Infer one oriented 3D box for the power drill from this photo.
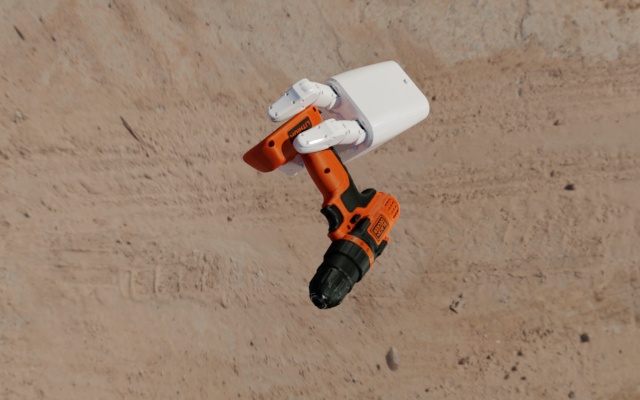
[{"bbox_3d":[0.000,0.001,0.534,0.057,0.188,0.184,-24,18,42],"label":"power drill"}]
